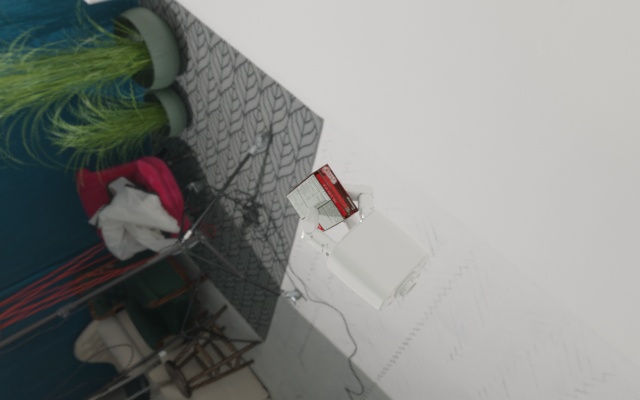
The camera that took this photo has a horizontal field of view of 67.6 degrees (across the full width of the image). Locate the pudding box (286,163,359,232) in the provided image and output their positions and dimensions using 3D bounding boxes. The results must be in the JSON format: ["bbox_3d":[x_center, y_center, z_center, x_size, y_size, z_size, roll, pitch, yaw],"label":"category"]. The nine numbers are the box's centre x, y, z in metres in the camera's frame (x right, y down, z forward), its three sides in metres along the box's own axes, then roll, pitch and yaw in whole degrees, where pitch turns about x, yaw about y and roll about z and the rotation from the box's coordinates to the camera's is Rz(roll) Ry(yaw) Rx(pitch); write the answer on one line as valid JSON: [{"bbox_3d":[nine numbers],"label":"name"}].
[{"bbox_3d":[0.000,0.003,0.777,0.039,0.090,0.113,-32,-1,-35],"label":"pudding box"}]
